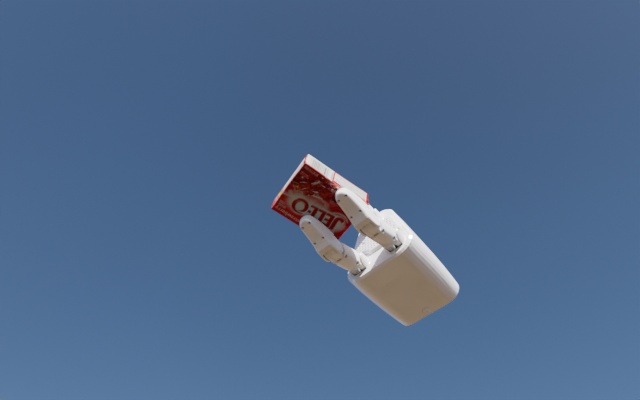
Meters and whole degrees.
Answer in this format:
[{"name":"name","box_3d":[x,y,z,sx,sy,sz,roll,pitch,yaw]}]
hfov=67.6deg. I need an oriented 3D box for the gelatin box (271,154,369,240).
[{"name":"gelatin box","box_3d":[0.000,0.001,0.554,0.089,0.073,0.030,33,27,-11]}]
